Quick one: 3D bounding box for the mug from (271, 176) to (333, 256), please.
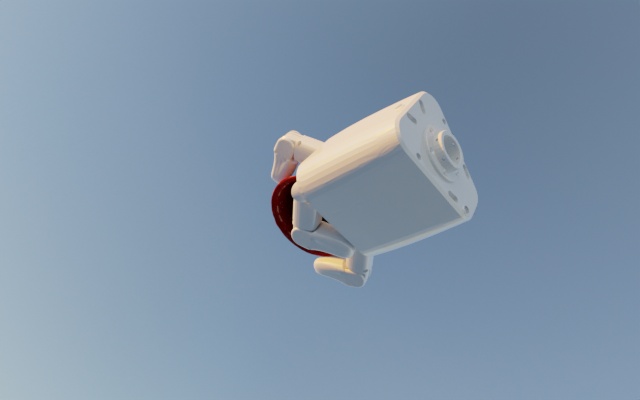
[{"bbox_3d":[-0.001,0.002,0.512,0.117,0.093,0.081,-23,15,40],"label":"mug"}]
